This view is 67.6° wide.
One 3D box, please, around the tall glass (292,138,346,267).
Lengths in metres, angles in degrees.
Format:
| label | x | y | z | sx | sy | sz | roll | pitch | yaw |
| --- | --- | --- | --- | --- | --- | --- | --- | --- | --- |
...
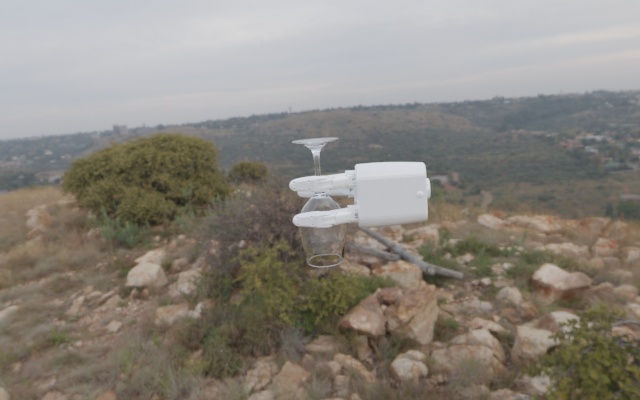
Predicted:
| label | x | y | z | sx | sy | sz | roll | pitch | yaw |
| --- | --- | --- | --- | --- | --- | --- | --- | --- | --- |
| tall glass | 0.000 | 0.002 | 0.769 | 0.079 | 0.201 | 0.079 | -4 | 11 | 1 |
